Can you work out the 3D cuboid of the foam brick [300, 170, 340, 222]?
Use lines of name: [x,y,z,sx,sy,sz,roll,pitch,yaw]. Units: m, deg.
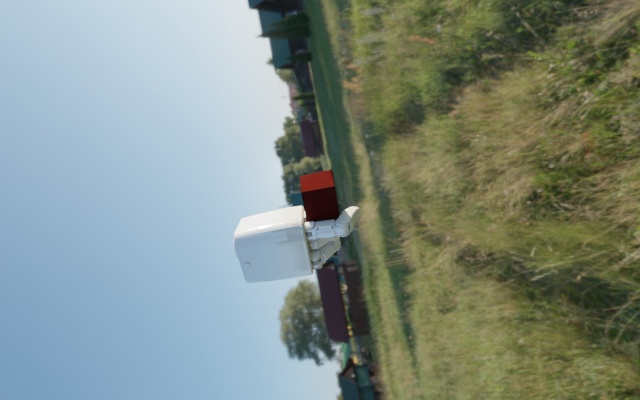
foam brick: [0.000,0.002,0.726,0.051,0.078,0.053,-9,31,1]
